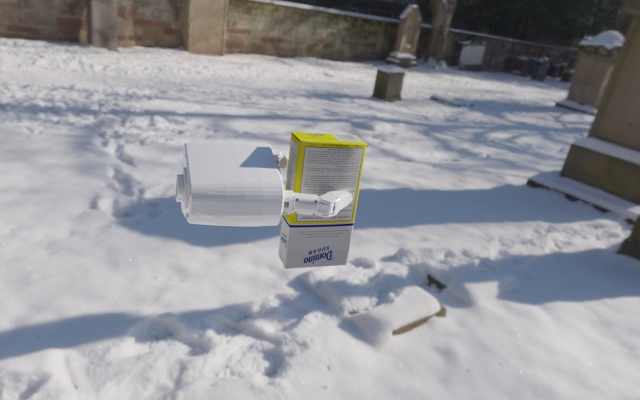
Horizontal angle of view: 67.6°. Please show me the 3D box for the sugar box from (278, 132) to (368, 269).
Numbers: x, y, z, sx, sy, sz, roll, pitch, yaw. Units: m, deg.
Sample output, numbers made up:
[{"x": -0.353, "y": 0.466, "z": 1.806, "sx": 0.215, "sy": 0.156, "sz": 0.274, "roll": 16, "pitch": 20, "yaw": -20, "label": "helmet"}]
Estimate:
[{"x": 0.000, "y": 0.002, "z": 0.628, "sx": 0.093, "sy": 0.176, "sz": 0.048, "roll": 0, "pitch": 25, "yaw": -21, "label": "sugar box"}]
